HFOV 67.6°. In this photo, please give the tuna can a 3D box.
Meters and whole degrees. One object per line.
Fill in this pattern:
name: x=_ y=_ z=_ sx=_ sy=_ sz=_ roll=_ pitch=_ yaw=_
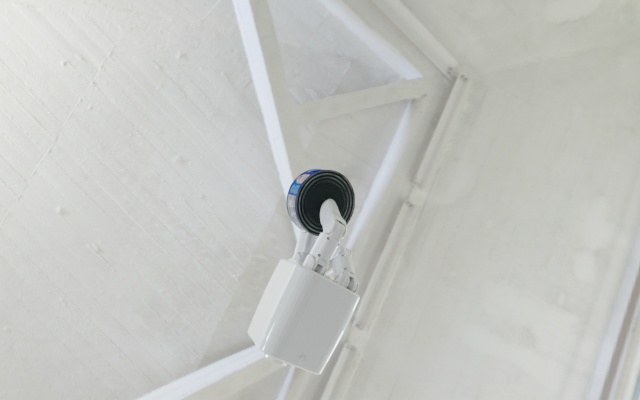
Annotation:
tuna can: x=0.000 y=0.002 z=0.616 sx=0.086 sy=0.086 sz=0.033 roll=0 pitch=7 yaw=-29
